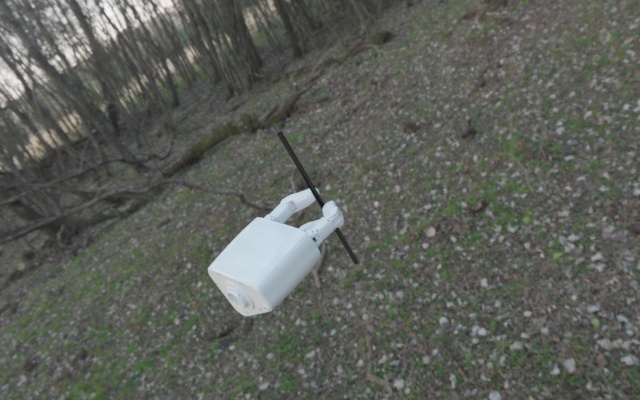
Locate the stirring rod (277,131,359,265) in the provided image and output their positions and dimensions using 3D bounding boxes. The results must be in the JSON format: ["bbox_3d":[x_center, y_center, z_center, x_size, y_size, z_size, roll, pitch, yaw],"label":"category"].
[{"bbox_3d":[0.000,0.002,0.708,0.011,0.240,0.011,-26,22,12],"label":"stirring rod"}]
